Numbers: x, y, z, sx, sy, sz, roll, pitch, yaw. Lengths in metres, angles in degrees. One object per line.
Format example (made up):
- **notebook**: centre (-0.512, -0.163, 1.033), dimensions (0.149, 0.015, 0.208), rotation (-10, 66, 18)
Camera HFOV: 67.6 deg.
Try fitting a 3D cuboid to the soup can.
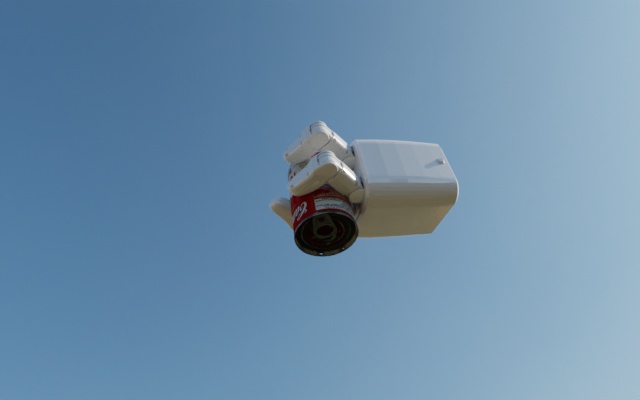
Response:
- **soup can**: centre (0.000, 0.002, 0.532), dimensions (0.068, 0.069, 0.102), rotation (0, 44, -10)
